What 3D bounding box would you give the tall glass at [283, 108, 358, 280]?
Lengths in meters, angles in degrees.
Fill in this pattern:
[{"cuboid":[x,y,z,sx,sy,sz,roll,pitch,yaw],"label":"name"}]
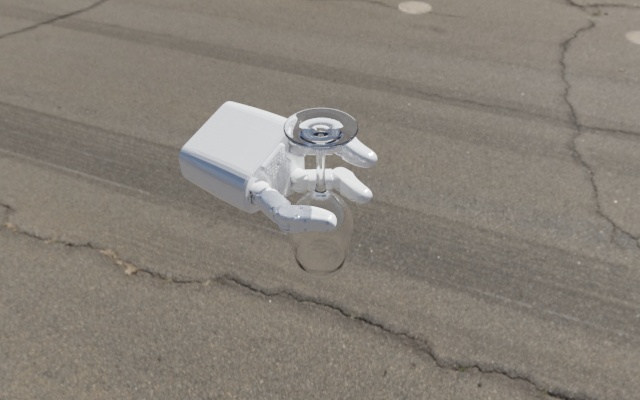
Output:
[{"cuboid":[0.000,0.001,0.537,0.079,0.201,0.079,0,41,0],"label":"tall glass"}]
